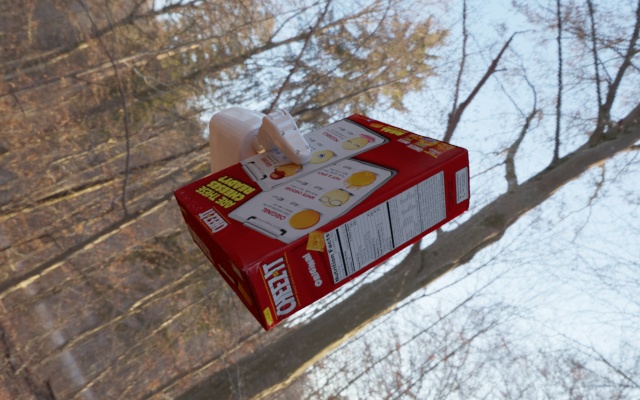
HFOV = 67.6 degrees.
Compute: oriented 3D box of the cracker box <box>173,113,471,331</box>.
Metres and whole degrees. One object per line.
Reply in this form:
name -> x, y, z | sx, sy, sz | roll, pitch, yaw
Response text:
cracker box -> 0.000, 0.001, 0.433 | 0.213, 0.072, 0.164 | -27, 33, -22
